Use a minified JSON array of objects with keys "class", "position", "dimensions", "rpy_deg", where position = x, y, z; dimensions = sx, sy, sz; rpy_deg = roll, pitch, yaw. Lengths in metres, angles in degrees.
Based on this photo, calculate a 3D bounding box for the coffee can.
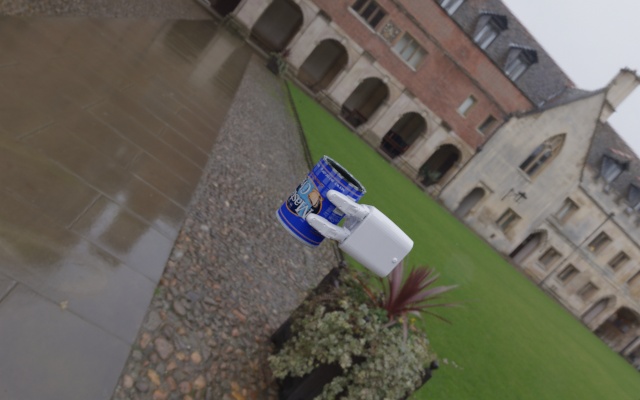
[{"class":"coffee can","position":[0.000,0.003,0.879],"dimensions":[0.103,0.140,0.102],"rpy_deg":[39,12,-10]}]
